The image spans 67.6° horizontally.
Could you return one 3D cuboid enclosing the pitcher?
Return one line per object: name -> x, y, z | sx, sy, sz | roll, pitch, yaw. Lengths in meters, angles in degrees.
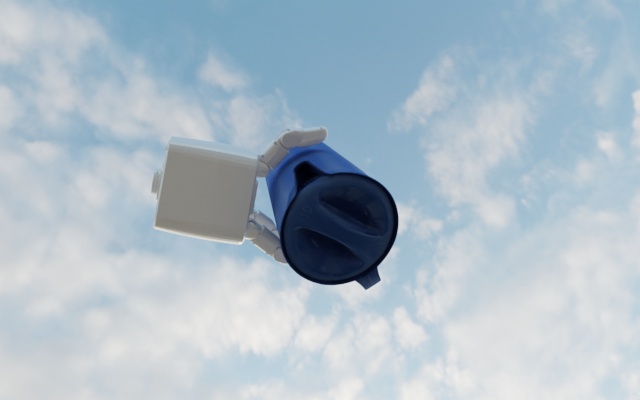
pitcher -> 0.000, 0.002, 0.619 | 0.145, 0.149, 0.242 | 9, 18, -17
